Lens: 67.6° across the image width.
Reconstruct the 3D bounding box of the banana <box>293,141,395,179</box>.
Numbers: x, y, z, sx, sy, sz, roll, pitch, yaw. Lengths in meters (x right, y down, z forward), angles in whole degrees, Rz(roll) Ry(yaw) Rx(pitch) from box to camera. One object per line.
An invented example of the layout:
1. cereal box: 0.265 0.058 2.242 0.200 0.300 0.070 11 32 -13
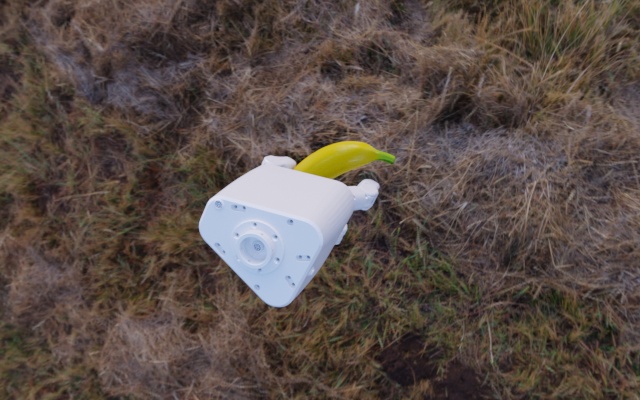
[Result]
1. banana: -0.009 -0.014 0.571 0.198 0.069 0.037 -35 14 22
